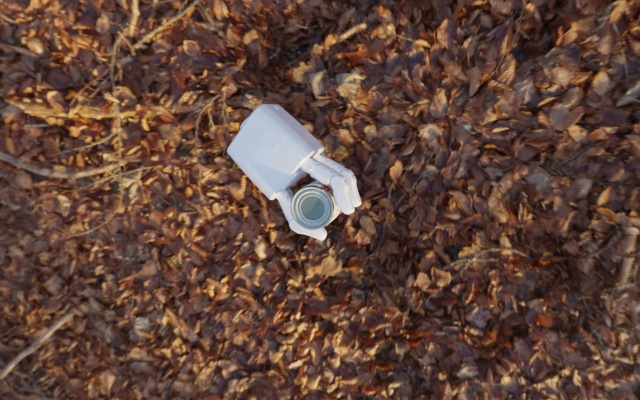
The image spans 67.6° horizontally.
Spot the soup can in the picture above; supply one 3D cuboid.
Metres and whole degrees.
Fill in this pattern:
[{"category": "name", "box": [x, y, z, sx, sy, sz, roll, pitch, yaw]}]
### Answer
[{"category": "soup can", "box": [0.000, 0.003, 0.738, 0.068, 0.068, 0.102, 0, 10, 15]}]
